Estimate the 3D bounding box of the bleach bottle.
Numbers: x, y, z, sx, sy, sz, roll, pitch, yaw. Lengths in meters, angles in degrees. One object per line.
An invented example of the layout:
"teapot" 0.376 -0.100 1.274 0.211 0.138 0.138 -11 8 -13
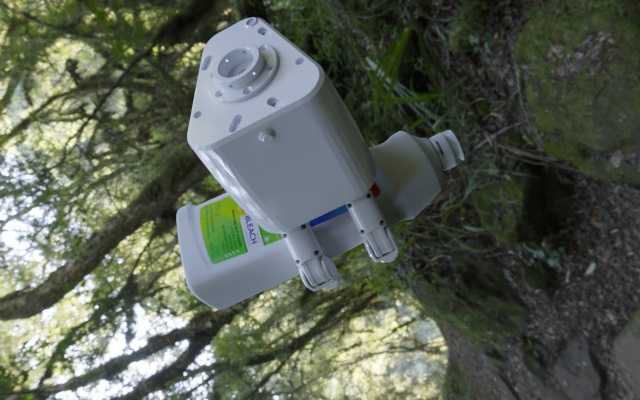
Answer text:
"bleach bottle" 0.000 0.001 0.421 0.251 0.102 0.068 -26 -37 7
